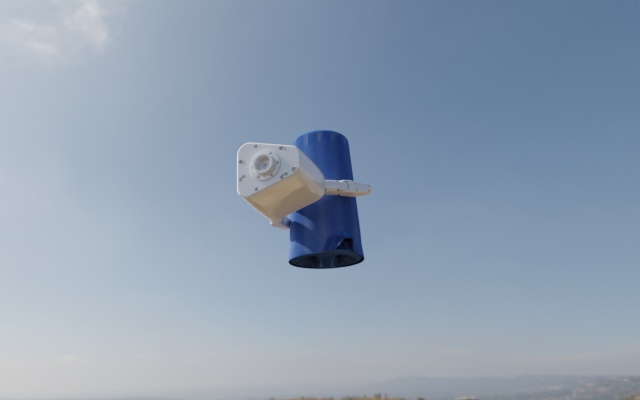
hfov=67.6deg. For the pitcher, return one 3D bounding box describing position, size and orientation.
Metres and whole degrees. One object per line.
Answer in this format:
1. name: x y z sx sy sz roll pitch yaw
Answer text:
1. pitcher: 0.000 0.003 0.882 0.149 0.242 0.145 -10 -21 18
